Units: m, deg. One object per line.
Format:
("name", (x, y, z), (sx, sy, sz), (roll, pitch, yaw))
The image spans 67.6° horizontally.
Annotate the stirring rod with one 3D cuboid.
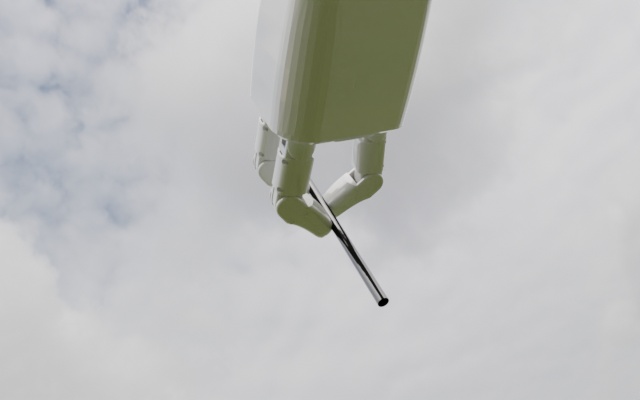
("stirring rod", (0.000, 0.001, 0.401), (0.011, 0.011, 0.239), (0, 33, -24))
